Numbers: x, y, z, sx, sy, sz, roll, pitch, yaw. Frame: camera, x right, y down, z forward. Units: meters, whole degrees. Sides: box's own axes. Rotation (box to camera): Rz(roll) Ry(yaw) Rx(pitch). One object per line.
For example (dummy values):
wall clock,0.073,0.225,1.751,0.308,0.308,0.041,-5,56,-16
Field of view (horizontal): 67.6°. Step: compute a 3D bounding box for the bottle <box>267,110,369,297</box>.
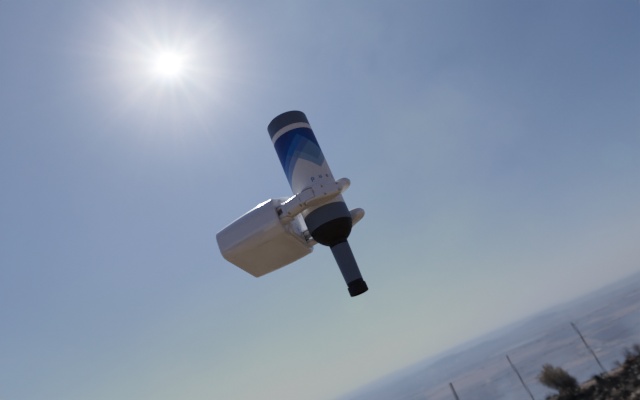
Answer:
bottle,0.000,0.002,0.713,0.069,0.295,0.069,-20,-21,-8
